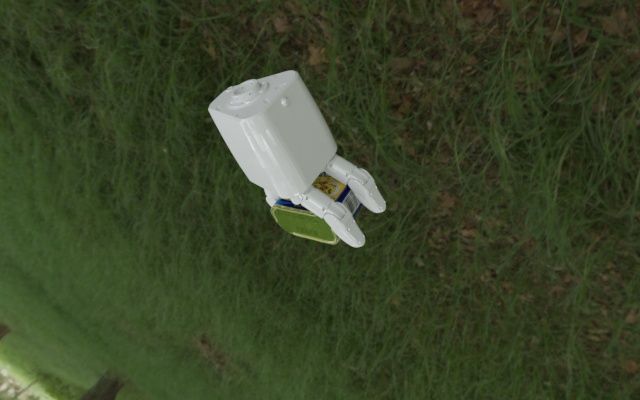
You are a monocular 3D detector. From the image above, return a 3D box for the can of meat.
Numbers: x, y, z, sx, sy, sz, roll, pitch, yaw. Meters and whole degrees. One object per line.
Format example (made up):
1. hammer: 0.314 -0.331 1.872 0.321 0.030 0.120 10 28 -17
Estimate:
1. can of meat: 0.000 0.002 0.599 0.102 0.057 0.084 10 50 37
